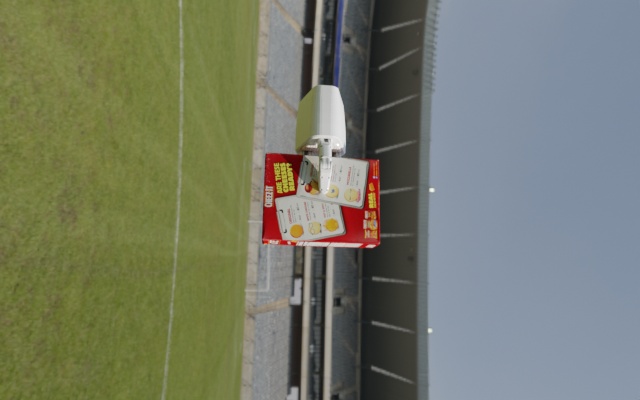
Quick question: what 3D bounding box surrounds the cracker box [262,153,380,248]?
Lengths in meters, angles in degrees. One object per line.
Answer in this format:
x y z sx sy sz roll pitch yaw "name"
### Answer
0.000 0.003 0.893 0.214 0.164 0.072 2 -15 -7 "cracker box"
